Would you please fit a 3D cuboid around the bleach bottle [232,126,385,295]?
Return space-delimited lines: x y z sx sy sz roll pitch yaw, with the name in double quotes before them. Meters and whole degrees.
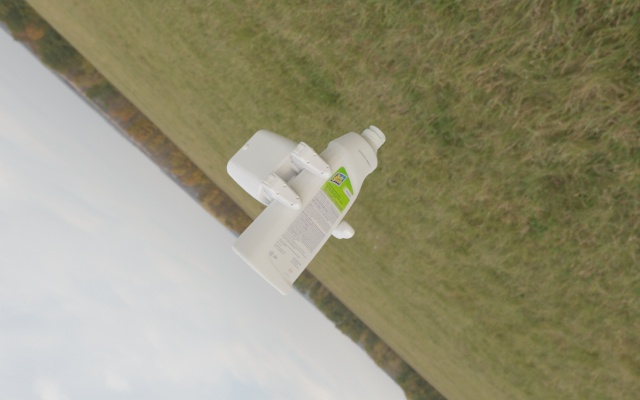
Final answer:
"bleach bottle" 0.000 0.002 0.648 0.068 0.251 0.103 33 -14 46
